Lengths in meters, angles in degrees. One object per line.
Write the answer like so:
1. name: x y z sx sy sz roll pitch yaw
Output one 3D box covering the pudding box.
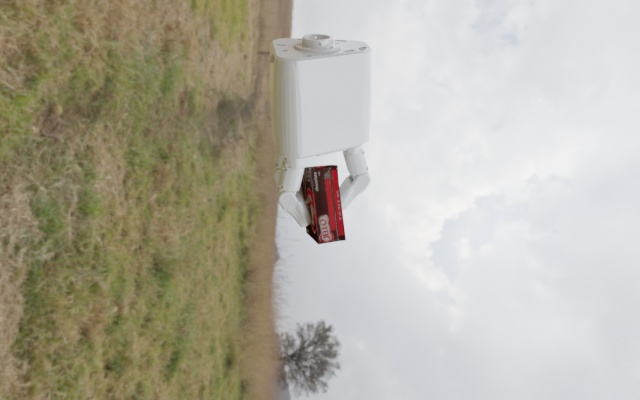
1. pudding box: 0.000 0.002 0.596 0.039 0.090 0.113 -6 4 -6
